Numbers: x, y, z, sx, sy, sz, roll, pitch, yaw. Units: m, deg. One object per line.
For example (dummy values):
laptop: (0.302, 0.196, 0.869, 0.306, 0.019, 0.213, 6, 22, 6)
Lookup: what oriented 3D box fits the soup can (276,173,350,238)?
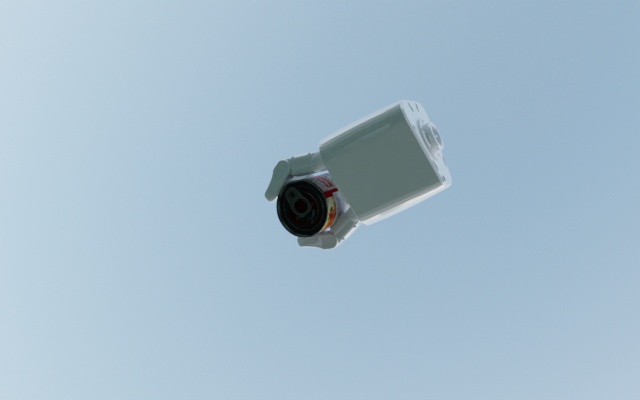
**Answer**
soup can: (0.000, 0.002, 0.593, 0.068, 0.068, 0.102, 0, 9, 27)
